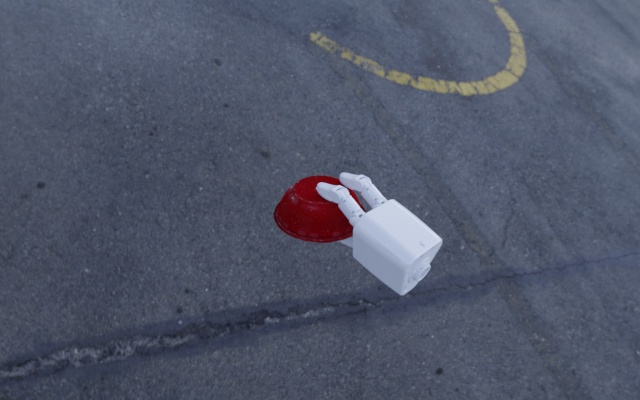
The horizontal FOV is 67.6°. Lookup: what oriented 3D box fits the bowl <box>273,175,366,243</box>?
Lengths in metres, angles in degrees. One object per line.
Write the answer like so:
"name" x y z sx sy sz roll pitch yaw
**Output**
"bowl" -0.001 0.002 0.816 0.162 0.055 0.162 1 33 -1
